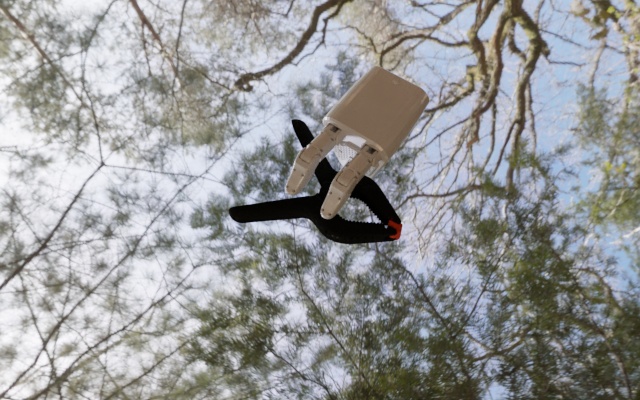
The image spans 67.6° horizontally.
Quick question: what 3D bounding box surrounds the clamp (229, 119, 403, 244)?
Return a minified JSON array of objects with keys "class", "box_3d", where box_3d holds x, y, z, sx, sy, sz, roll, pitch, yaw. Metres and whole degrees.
[{"class":"clamp","box_3d":[0.001,0.002,0.599,0.210,0.164,0.036,33,-17,18]}]
